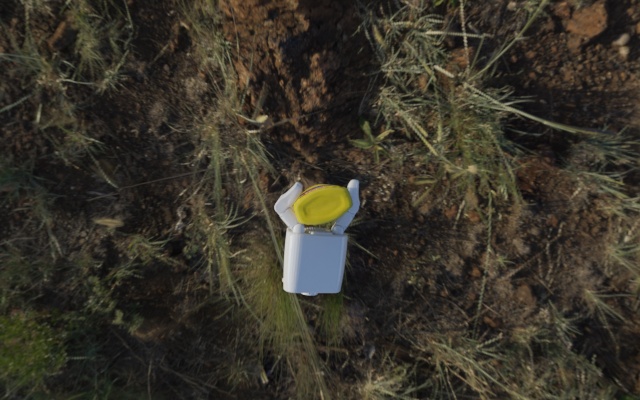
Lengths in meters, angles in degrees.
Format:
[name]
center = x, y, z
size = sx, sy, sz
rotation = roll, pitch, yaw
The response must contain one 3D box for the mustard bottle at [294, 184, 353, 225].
[mustard bottle]
center = 0.000, 0.003, 0.868
size = 0.096, 0.058, 0.191
rotation = -20, 5, -2
